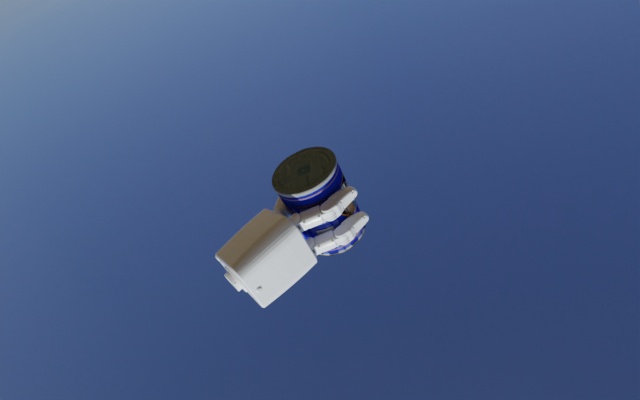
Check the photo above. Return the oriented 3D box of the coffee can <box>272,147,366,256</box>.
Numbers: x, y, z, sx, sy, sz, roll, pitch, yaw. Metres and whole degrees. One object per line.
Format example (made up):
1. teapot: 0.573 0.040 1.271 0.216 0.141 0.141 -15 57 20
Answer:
1. coffee can: 0.000 0.002 0.741 0.103 0.102 0.140 0 -43 30
